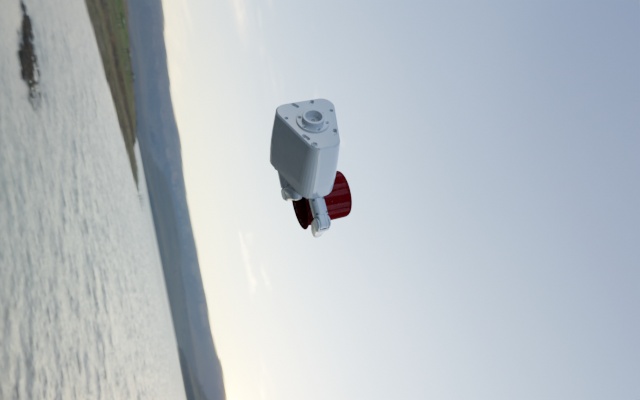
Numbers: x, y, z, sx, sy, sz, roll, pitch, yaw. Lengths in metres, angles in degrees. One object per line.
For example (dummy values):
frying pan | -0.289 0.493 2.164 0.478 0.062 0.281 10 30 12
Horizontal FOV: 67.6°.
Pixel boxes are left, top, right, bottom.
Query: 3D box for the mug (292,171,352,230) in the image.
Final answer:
mug | 0.000 0.004 0.814 0.081 0.093 0.117 -12 -34 -17
